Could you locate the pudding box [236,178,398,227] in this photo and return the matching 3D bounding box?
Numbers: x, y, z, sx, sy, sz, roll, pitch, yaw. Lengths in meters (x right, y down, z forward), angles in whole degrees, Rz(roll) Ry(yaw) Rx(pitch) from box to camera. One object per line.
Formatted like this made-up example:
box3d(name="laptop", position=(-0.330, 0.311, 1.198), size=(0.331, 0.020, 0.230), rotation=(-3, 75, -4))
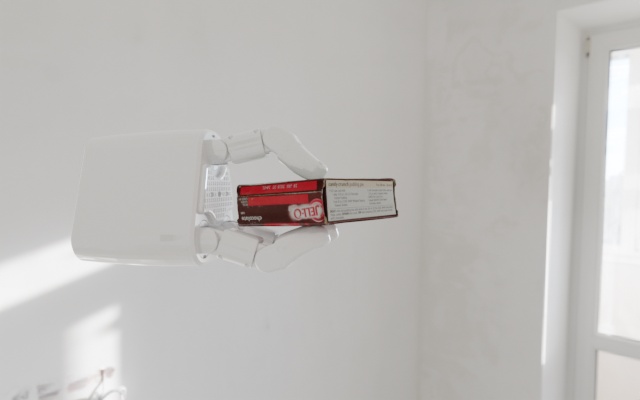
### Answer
box3d(name="pudding box", position=(0.000, 0.001, 0.401), size=(0.090, 0.039, 0.113), rotation=(-2, 3, 36))
